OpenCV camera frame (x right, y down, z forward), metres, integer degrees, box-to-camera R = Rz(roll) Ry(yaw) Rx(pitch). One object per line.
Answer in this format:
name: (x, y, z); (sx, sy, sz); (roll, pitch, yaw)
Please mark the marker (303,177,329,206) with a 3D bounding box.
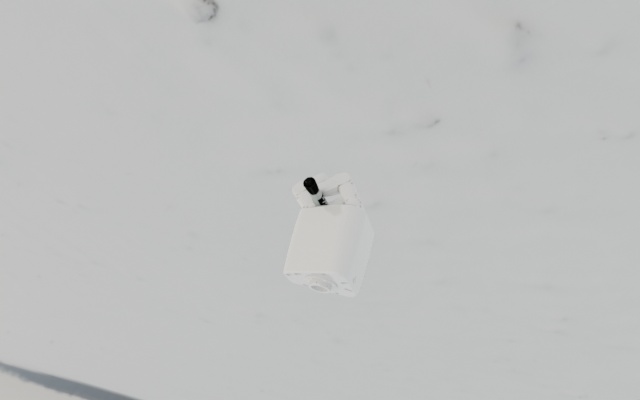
marker: (0.000, 0.002, 0.722); (0.020, 0.020, 0.121); (0, -31, 20)
